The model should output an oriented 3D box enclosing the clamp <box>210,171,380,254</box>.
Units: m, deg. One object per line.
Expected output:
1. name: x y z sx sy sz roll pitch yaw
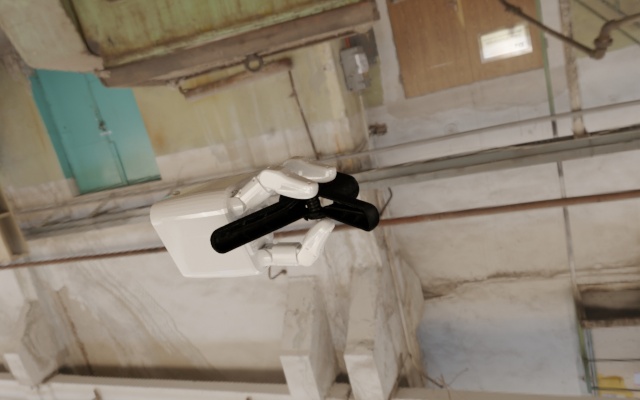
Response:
1. clamp: 0.000 0.002 0.518 0.164 0.036 0.210 -7 15 22
